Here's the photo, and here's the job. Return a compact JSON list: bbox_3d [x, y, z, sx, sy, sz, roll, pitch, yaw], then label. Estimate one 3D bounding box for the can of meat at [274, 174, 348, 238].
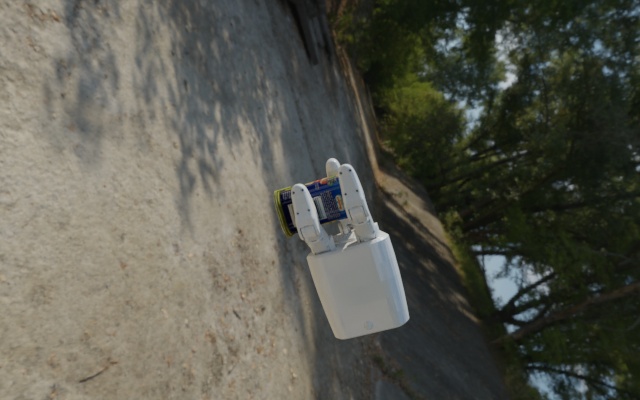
[{"bbox_3d":[0.000,0.002,0.575,0.084,0.057,0.102,-16,2,11],"label":"can of meat"}]
